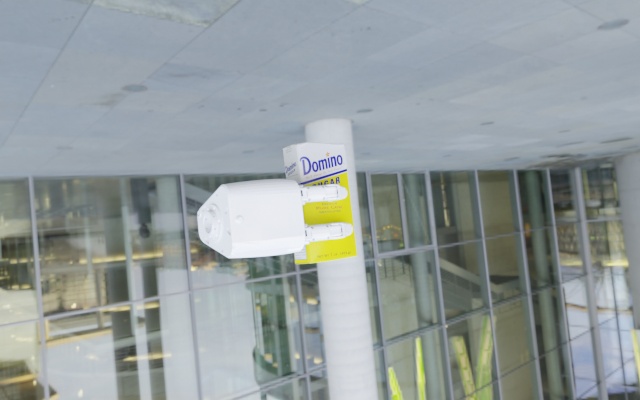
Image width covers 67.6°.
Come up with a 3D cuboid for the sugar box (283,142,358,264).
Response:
[{"bbox_3d":[0.000,0.002,0.719,0.093,0.176,0.048,-4,-3,-37],"label":"sugar box"}]
